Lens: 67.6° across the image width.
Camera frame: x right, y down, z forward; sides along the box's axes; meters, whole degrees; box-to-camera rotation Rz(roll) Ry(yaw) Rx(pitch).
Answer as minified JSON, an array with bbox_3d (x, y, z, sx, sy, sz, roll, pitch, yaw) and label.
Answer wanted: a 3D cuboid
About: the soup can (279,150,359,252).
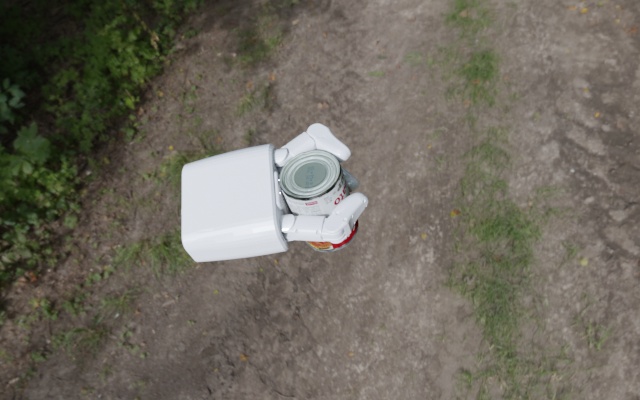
[{"bbox_3d":[0.001,0.002,0.527,0.068,0.068,0.102,0,-37,17],"label":"soup can"}]
